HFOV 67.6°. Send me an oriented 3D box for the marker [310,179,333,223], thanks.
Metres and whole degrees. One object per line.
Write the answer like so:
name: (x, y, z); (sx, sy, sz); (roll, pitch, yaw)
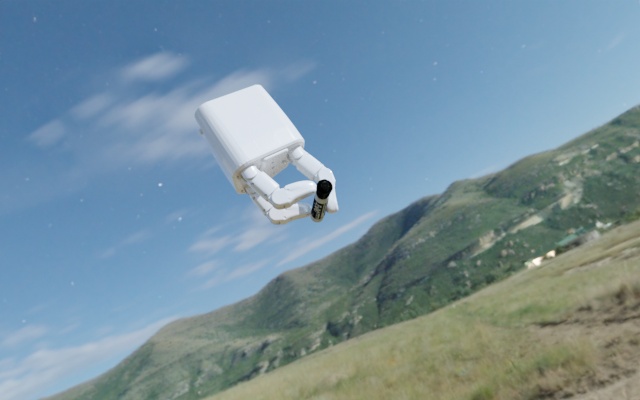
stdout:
marker: (0.000, 0.002, 0.589); (0.020, 0.020, 0.121); (0, -18, -5)
